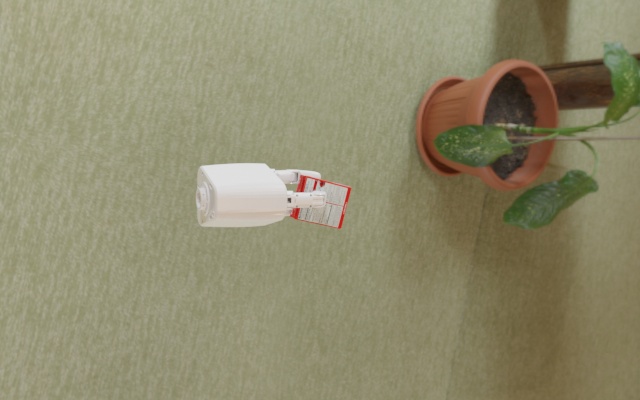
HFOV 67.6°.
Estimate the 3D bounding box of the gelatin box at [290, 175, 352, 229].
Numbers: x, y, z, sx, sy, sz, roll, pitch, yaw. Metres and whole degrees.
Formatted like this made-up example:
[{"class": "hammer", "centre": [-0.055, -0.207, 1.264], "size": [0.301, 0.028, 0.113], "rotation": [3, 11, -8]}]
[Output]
[{"class": "gelatin box", "centre": [0.001, 0.003, 0.791], "size": [0.089, 0.073, 0.030], "rotation": [13, 1, -25]}]
